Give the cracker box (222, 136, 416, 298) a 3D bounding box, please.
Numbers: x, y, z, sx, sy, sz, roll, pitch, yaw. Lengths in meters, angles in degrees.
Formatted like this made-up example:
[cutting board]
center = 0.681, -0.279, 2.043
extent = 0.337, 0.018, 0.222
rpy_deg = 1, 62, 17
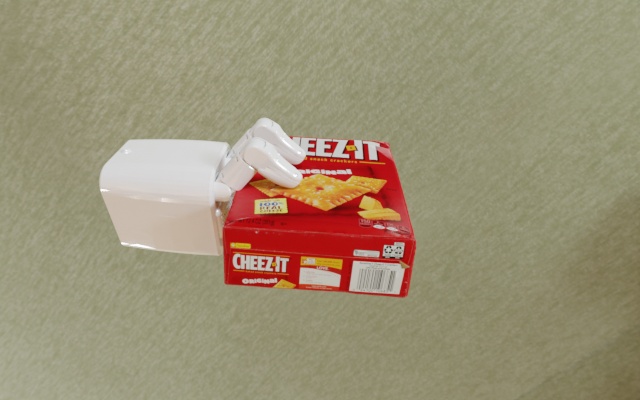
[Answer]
[cracker box]
center = 0.000, 0.002, 0.494
extent = 0.164, 0.072, 0.213
rpy_deg = 4, 30, -1
